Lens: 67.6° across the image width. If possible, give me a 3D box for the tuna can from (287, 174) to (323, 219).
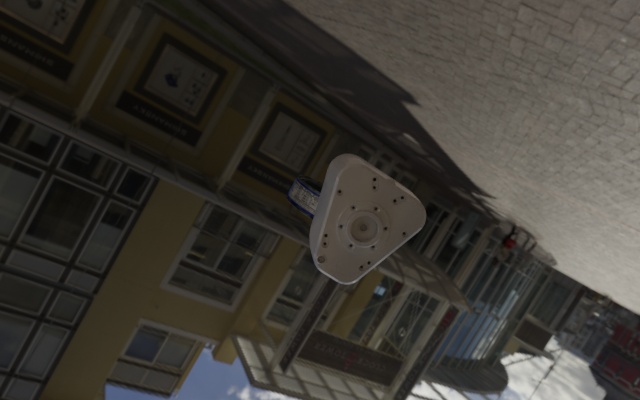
[{"bbox_3d":[0.000,0.002,0.615,0.086,0.034,0.086,30,10,-6],"label":"tuna can"}]
